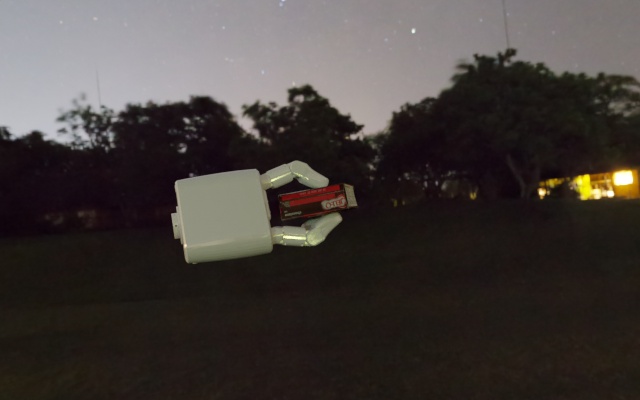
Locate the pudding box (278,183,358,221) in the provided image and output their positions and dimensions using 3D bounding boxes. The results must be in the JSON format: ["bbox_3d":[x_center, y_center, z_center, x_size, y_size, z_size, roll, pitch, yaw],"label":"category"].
[{"bbox_3d":[0.000,0.002,0.656,0.090,0.039,0.113,-10,0,11],"label":"pudding box"}]
